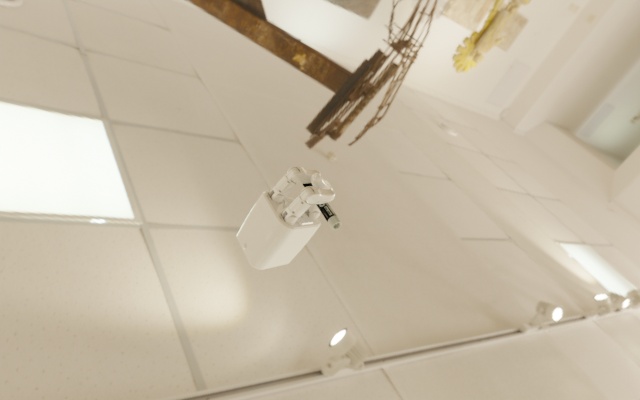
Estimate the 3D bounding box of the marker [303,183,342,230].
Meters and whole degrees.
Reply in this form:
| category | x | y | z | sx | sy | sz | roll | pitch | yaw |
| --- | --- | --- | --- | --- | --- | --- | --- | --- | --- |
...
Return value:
| category | x | y | z | sx | sy | sz | roll | pitch | yaw |
| --- | --- | --- | --- | --- | --- | --- | --- | --- | --- |
| marker | 0.000 | 0.003 | 0.808 | 0.020 | 0.020 | 0.121 | 0 | 40 | -35 |
